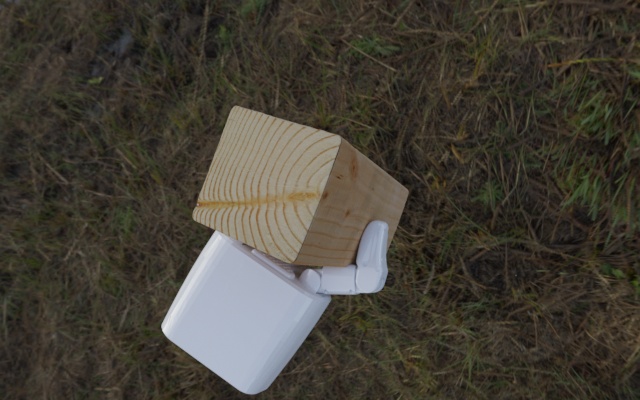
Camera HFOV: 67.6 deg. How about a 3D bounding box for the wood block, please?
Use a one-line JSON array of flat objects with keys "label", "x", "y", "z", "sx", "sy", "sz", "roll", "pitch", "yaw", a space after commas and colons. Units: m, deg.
[{"label": "wood block", "x": 0.000, "y": 0.002, "z": 0.414, "sx": 0.091, "sy": 0.090, "sz": 0.206, "roll": 21, "pitch": 0, "yaw": 24}]
